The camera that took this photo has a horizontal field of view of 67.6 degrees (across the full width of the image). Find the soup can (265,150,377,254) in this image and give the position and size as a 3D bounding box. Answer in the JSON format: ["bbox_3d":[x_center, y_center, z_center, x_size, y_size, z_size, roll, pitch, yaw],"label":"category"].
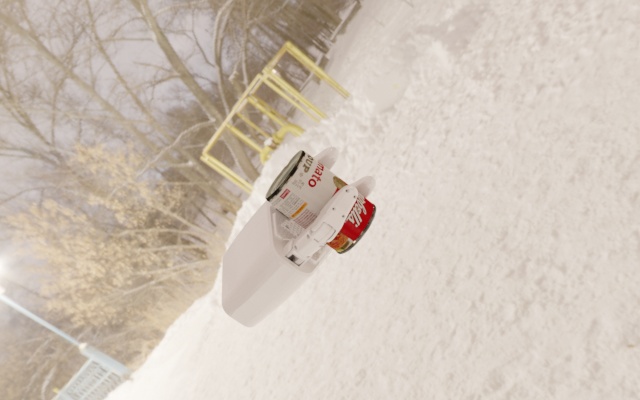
[{"bbox_3d":[0.000,0.001,0.516,0.102,0.068,0.068,37,-10,-13],"label":"soup can"}]
